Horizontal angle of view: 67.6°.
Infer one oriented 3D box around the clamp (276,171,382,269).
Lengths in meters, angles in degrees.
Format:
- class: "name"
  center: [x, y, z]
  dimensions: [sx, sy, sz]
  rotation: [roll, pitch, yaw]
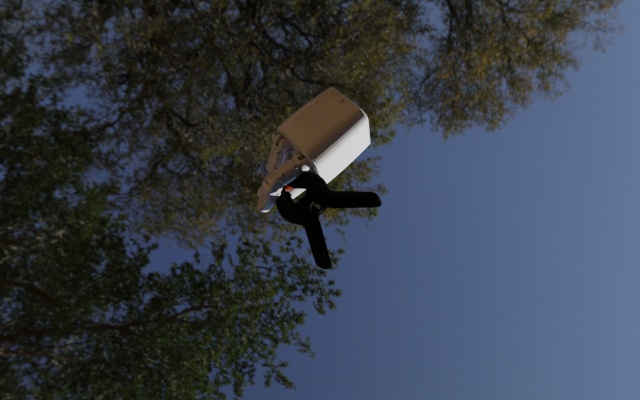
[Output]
- class: "clamp"
  center: [0.000, 0.002, 0.662]
  dimensions: [0.171, 0.120, 0.039]
  rotation: [46, -6, 35]
